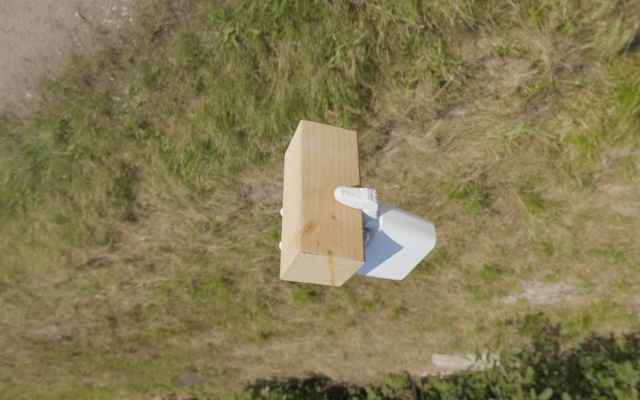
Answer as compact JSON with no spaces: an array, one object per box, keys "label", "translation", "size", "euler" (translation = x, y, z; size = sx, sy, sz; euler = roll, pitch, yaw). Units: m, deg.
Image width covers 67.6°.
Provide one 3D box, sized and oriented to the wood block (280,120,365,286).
[{"label":"wood block","translation":[0.001,0.002,0.664],"size":[0.090,0.206,0.091],"euler":[10,-33,-17]}]
